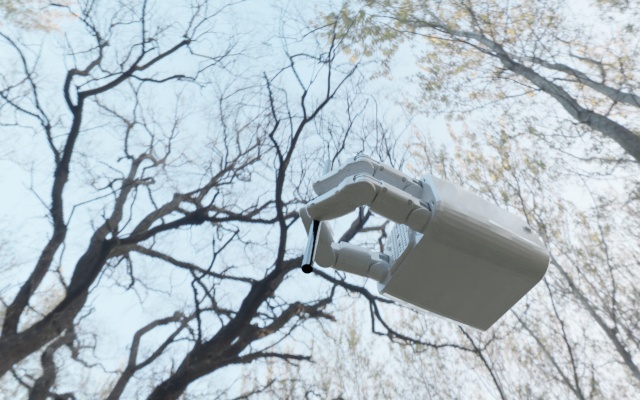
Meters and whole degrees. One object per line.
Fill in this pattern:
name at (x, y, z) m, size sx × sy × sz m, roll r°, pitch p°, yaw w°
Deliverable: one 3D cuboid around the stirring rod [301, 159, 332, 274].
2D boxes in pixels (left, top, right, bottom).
stirring rod at (0.000, 0.002, 0.433) m, size 0.011 × 0.011 × 0.239 m, roll 0°, pitch 22°, yaw 5°
